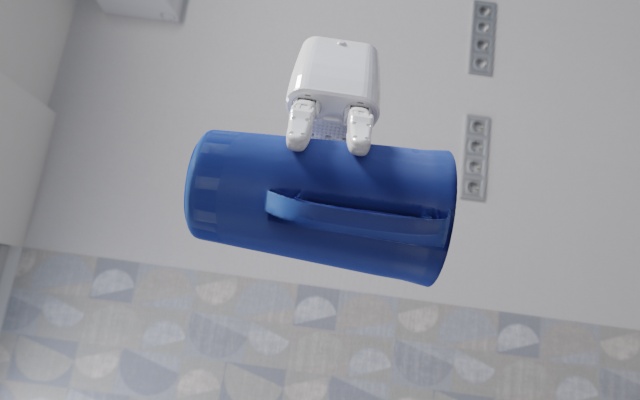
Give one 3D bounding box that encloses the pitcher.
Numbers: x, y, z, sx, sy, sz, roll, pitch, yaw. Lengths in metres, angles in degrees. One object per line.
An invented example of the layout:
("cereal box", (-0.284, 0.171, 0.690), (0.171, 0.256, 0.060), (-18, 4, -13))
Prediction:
("pitcher", (0.000, 0.001, 0.455), (0.243, 0.145, 0.149), (8, -37, 0))
